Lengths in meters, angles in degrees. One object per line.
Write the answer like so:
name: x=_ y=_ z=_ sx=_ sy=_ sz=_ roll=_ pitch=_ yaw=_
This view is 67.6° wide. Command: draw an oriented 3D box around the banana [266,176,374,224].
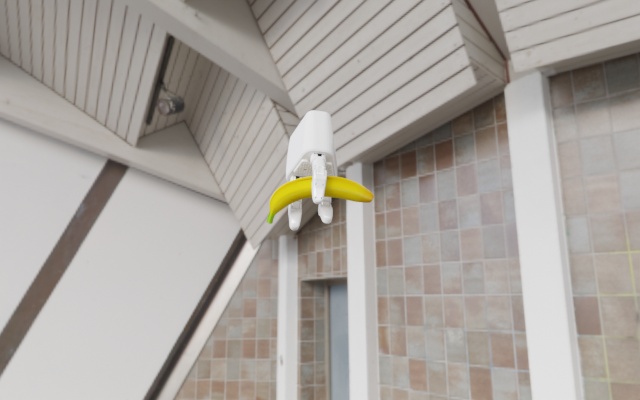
banana: x=-0.007 y=-0.012 z=0.847 sx=0.198 sy=0.070 sz=0.037 roll=-11 pitch=30 yaw=7
